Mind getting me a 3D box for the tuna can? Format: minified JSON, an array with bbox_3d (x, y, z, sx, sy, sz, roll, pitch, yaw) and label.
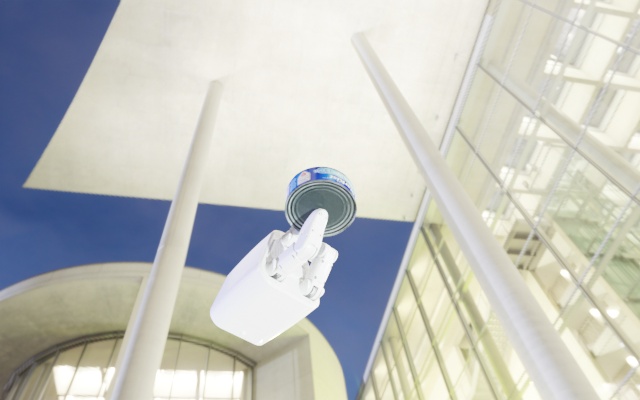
[{"bbox_3d":[0.000,0.002,0.577,0.086,0.086,0.033,0,37,-2],"label":"tuna can"}]
